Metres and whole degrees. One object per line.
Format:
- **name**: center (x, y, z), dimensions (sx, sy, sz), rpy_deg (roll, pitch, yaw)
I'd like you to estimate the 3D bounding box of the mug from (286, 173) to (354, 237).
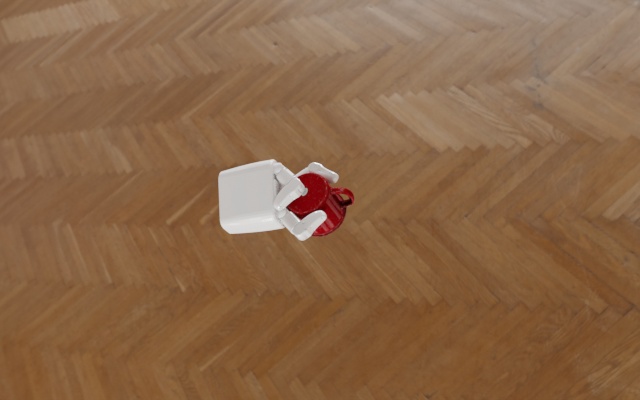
- **mug**: center (0.001, 0.002, 0.824), dimensions (0.117, 0.093, 0.081), rpy_deg (-10, -30, 18)
